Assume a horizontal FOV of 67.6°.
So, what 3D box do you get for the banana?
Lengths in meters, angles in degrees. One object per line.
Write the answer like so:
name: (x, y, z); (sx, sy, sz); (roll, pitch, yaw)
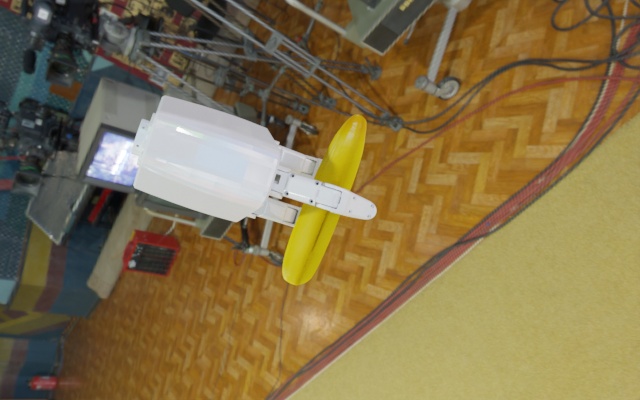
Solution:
banana: (-0.002, 0.012, 0.467); (0.037, 0.198, 0.069); (20, 23, -6)
